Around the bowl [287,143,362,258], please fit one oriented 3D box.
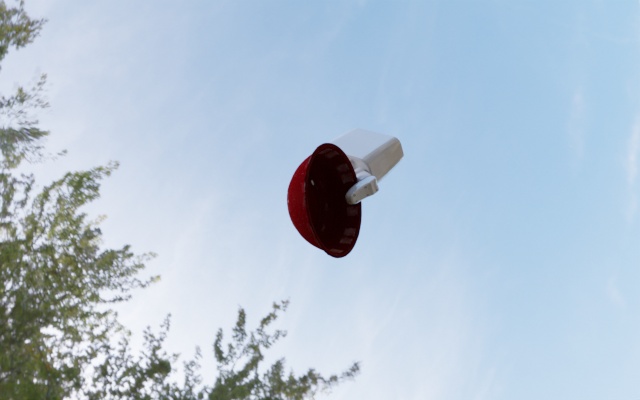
[{"bbox_3d":[-0.001,0.003,0.676,0.055,0.162,0.162,-7,-3,30],"label":"bowl"}]
